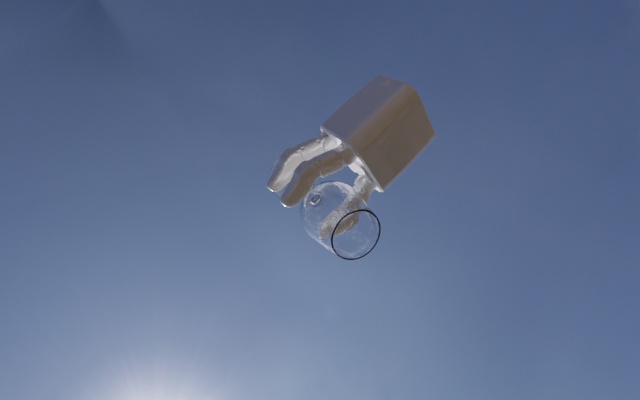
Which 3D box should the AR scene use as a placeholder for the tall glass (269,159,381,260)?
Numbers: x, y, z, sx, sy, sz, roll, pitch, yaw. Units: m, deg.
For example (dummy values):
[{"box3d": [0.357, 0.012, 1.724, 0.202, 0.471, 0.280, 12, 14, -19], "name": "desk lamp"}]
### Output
[{"box3d": [0.000, 0.002, 0.608, 0.079, 0.079, 0.201, 0, 22, -25], "name": "tall glass"}]
